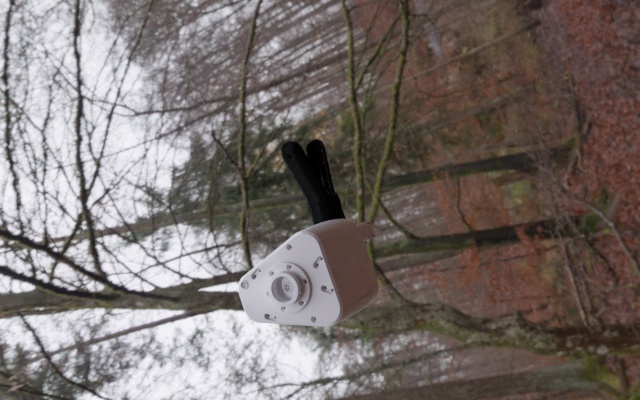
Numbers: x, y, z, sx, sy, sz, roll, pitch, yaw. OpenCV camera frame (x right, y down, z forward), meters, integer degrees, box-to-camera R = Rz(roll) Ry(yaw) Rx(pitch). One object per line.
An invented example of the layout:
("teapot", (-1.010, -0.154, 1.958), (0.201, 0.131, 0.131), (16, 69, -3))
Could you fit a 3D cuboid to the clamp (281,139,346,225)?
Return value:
("clamp", (0.000, 0.002, 0.574), (0.039, 0.171, 0.120), (-22, -6, 23))
